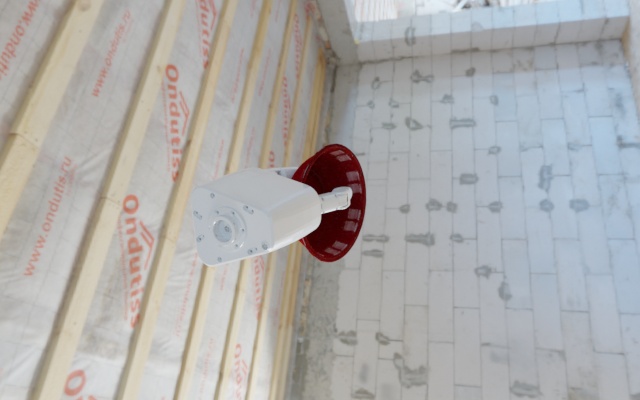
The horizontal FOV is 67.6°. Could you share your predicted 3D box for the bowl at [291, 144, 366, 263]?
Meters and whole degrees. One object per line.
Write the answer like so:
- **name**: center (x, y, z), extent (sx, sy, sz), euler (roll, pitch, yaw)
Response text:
- **bowl**: center (0.001, 0.002, 0.665), extent (0.055, 0.162, 0.162), euler (5, 3, 37)
